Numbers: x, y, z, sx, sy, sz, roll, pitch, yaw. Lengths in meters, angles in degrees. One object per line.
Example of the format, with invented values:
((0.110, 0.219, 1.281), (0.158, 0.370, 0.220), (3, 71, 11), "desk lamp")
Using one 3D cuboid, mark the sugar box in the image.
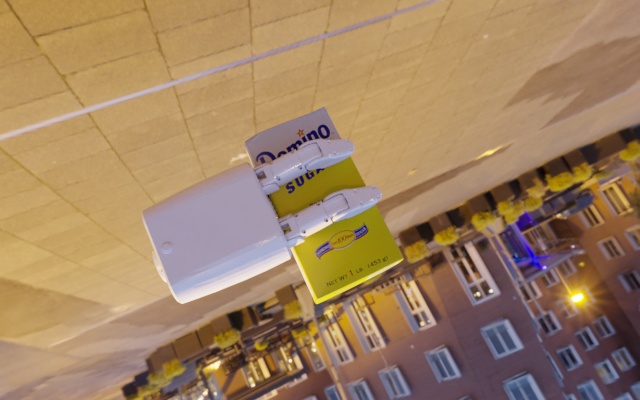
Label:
((0.000, 0.002, 0.475), (0.093, 0.176, 0.048), (-24, -14, -9), "sugar box")
